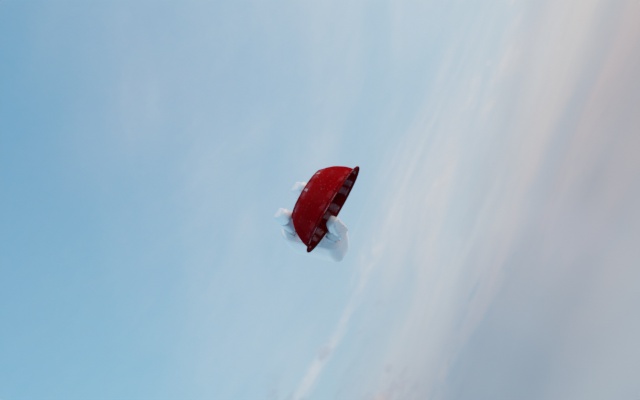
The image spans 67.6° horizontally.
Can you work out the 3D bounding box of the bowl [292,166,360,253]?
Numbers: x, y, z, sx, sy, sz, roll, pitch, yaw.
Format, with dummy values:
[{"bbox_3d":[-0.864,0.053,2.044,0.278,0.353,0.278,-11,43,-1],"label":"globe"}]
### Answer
[{"bbox_3d":[0.000,0.002,0.772,0.055,0.162,0.162,31,5,8],"label":"bowl"}]
